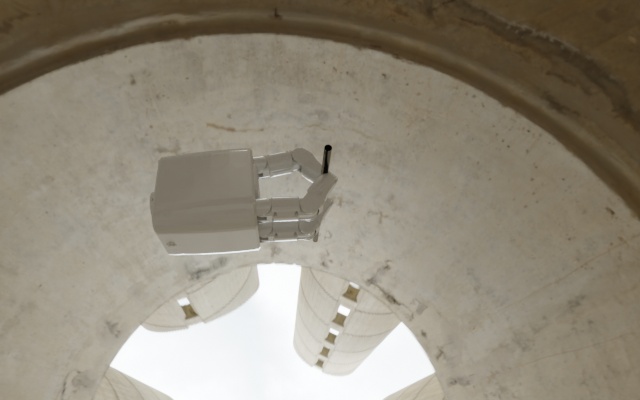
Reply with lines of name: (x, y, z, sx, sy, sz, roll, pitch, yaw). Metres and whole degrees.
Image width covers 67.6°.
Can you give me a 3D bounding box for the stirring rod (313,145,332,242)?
stirring rod: (0.000, 0.002, 0.593, 0.011, 0.011, 0.240, 0, -28, -4)
